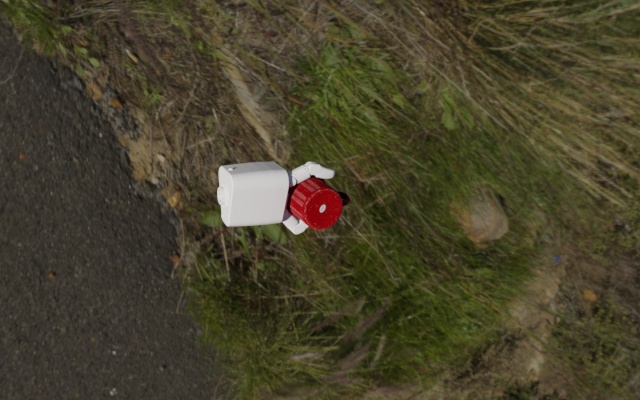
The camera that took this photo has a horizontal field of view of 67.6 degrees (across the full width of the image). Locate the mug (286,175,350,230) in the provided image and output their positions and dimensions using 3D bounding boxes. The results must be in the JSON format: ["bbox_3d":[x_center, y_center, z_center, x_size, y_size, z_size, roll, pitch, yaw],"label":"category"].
[{"bbox_3d":[0.002,0.003,0.893,0.117,0.093,0.081,-6,21,-25],"label":"mug"}]
